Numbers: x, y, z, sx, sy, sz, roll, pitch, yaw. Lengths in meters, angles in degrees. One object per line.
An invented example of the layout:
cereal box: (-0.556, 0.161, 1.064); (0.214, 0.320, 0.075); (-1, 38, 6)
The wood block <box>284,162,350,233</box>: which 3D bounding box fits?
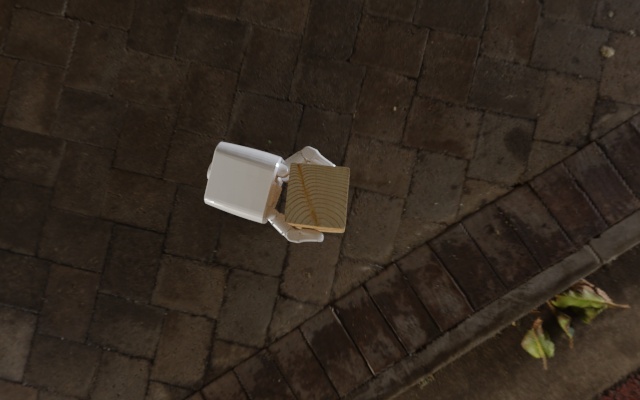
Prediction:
wood block: (0.000, 0.003, 0.787); (0.090, 0.091, 0.206); (6, -5, 3)
